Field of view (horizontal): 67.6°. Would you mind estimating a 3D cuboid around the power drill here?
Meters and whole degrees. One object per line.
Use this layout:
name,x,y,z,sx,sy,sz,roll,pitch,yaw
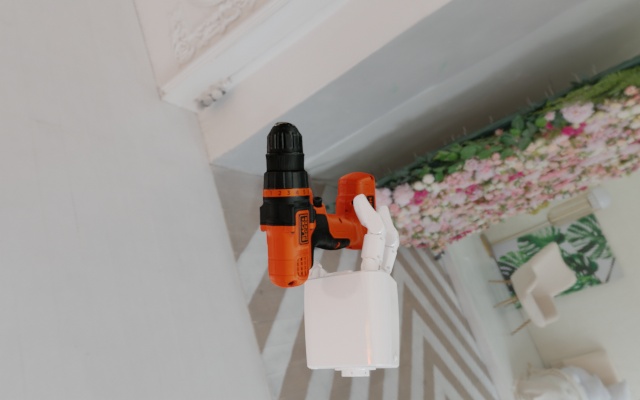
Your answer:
power drill,0.000,0.002,0.591,0.057,0.184,0.187,2,4,37
